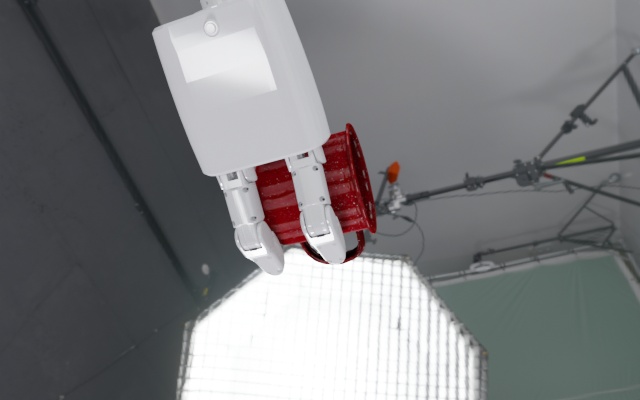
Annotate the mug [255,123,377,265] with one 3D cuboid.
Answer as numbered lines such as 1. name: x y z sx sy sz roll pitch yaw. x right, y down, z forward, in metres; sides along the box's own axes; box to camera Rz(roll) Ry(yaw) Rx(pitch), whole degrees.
1. mug: 0.000 0.003 0.403 0.081 0.117 0.093 -13 20 12
